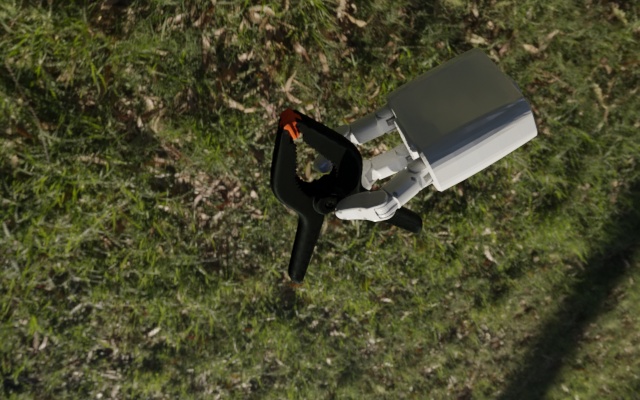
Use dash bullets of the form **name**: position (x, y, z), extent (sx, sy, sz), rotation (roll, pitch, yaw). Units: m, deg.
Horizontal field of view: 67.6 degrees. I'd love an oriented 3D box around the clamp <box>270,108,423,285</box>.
- **clamp**: position (0.000, 0.002, 0.496), extent (0.164, 0.210, 0.036), rotation (-30, 38, 8)
